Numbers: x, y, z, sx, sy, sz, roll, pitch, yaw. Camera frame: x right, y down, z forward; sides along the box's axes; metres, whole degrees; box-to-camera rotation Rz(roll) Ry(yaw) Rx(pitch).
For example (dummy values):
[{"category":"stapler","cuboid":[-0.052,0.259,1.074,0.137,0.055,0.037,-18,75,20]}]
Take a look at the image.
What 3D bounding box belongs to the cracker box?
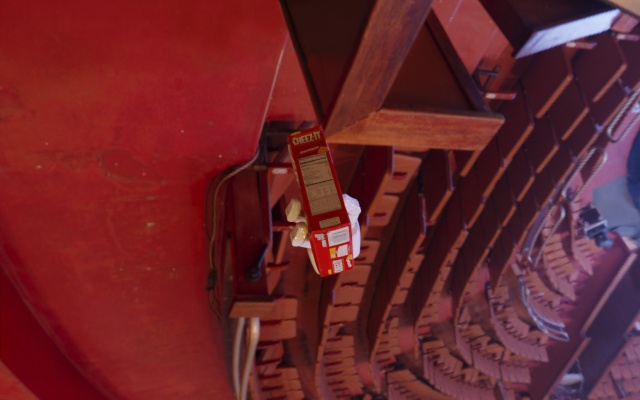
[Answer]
[{"category":"cracker box","cuboid":[0.000,0.003,0.850,0.072,0.213,0.164,-14,-34,-3]}]
